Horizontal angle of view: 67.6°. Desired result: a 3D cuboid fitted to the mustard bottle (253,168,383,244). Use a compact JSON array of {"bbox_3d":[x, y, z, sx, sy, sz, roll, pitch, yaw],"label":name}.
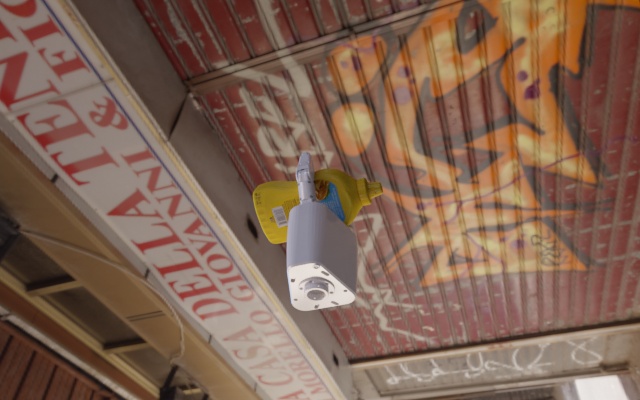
[{"bbox_3d":[0.000,0.002,0.729,0.191,0.096,0.058,-13,18,14],"label":"mustard bottle"}]
